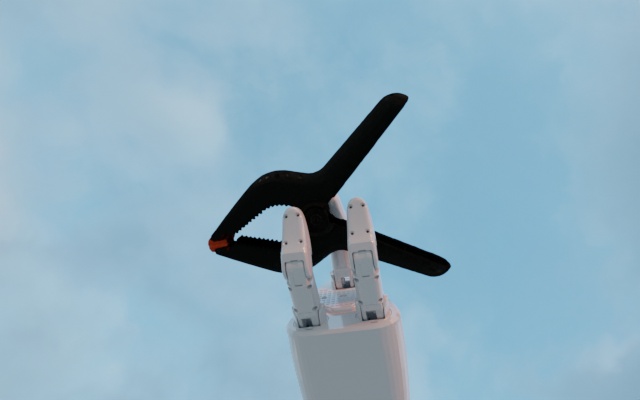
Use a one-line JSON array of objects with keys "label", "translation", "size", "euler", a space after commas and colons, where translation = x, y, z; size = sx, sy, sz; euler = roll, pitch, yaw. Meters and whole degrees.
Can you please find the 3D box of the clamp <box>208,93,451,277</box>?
[{"label": "clamp", "translation": [0.000, 0.002, 0.422], "size": [0.210, 0.164, 0.036], "euler": [-8, 12, 7]}]
